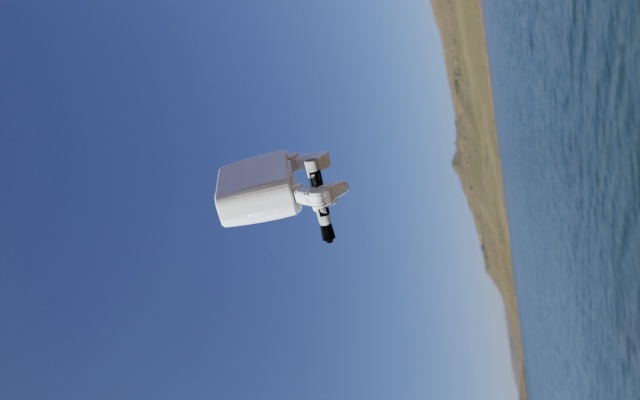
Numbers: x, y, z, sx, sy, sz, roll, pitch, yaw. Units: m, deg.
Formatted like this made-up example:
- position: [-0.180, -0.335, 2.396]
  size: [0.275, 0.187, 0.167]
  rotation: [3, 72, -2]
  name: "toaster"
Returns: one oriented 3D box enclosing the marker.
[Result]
- position: [0.000, 0.002, 0.651]
  size: [0.020, 0.121, 0.020]
  rotation: [-12, 18, 4]
  name: "marker"
